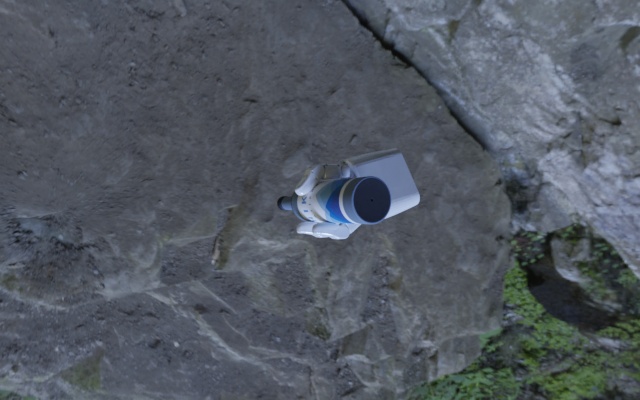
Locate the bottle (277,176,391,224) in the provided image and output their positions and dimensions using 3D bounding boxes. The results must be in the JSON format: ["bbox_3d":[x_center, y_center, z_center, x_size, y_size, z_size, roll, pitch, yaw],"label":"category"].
[{"bbox_3d":[0.000,0.003,0.783,0.069,0.069,0.296,0,-1,-29],"label":"bottle"}]
